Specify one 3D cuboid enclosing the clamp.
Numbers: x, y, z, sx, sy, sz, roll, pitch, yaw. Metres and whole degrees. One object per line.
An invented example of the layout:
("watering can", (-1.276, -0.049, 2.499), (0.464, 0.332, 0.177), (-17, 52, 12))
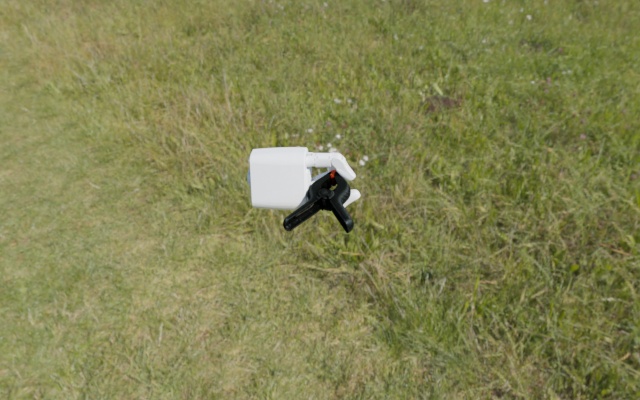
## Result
("clamp", (0.000, 0.002, 0.850), (0.120, 0.039, 0.171), (1, 33, 5))
